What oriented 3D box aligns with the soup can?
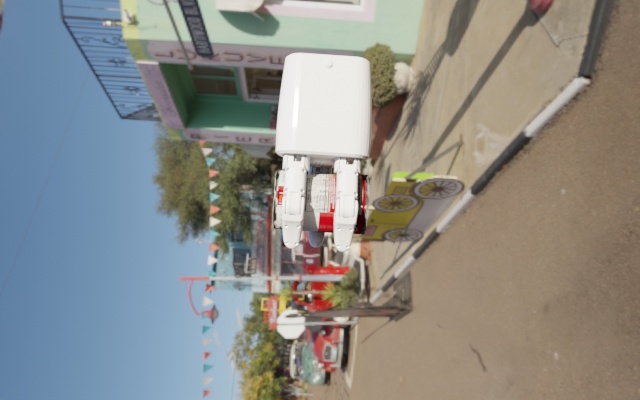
[{"bbox_3d":[0.000,0.002,0.536,0.102,0.068,0.068,3,0,-2],"label":"soup can"}]
